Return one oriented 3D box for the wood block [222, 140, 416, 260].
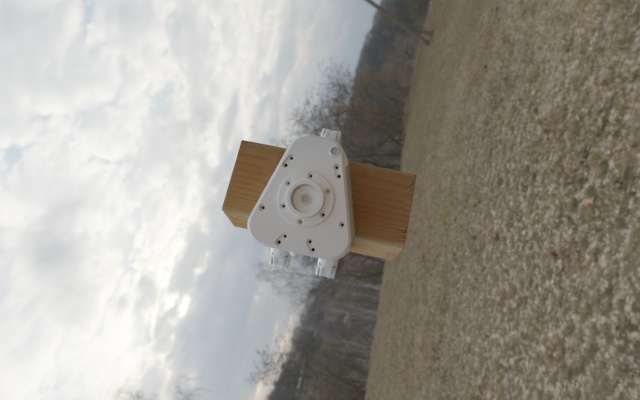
[{"bbox_3d":[0.000,0.001,0.577,0.206,0.090,0.090,12,-15,4],"label":"wood block"}]
